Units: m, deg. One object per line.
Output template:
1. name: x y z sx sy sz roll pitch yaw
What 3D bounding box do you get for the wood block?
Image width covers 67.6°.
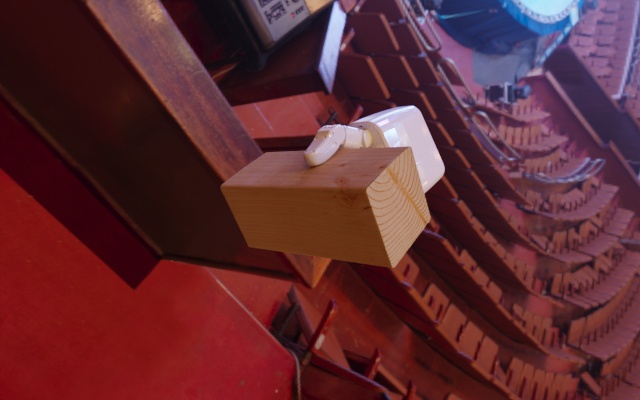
1. wood block: 0.000 0.001 0.526 0.206 0.091 0.090 2 33 41
